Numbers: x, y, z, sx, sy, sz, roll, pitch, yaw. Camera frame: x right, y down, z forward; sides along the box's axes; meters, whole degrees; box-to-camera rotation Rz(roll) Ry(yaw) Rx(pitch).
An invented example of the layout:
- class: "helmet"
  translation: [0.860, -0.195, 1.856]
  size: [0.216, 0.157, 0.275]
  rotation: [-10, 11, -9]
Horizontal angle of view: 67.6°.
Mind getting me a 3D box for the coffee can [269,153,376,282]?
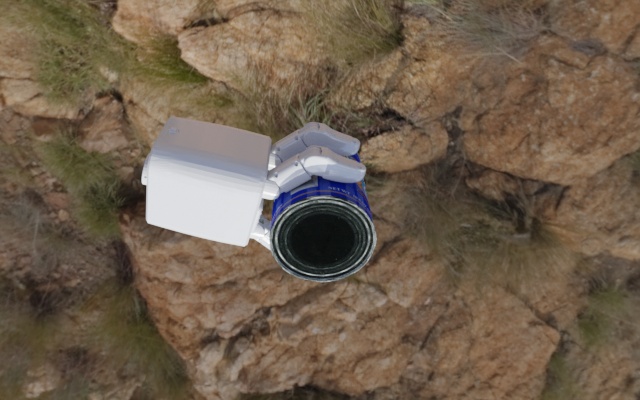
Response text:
- class: "coffee can"
  translation: [0.000, 0.002, 0.511]
  size: [0.103, 0.103, 0.140]
  rotation: [0, 33, -2]
